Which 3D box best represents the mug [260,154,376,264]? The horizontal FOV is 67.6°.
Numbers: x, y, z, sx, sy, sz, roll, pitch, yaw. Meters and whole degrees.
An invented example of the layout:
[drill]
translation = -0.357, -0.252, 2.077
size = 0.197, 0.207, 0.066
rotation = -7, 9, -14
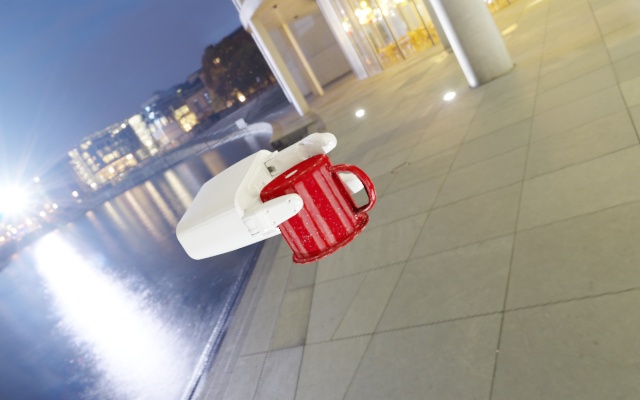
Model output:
[mug]
translation = 0.001, 0.001, 0.486
size = 0.117, 0.081, 0.093
rotation = -23, 15, 31
